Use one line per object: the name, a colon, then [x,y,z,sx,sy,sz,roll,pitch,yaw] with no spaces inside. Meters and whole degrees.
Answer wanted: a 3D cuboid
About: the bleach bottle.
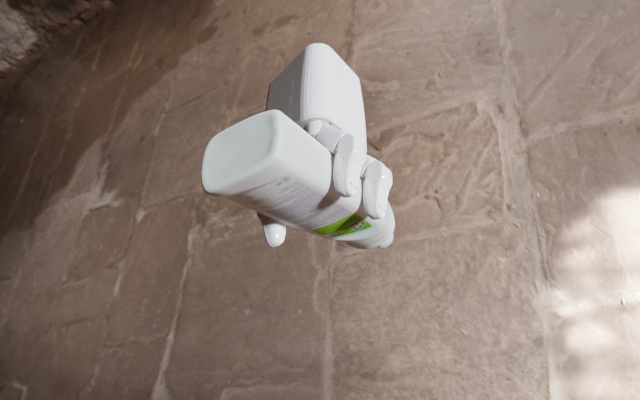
bleach bottle: [0.000,0.002,0.512,0.102,0.068,0.251,-19,-33,30]
